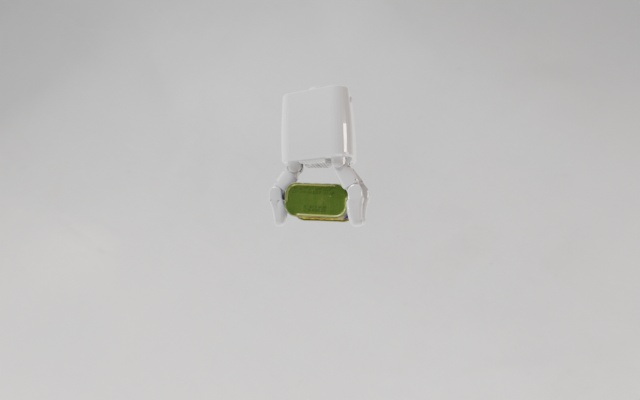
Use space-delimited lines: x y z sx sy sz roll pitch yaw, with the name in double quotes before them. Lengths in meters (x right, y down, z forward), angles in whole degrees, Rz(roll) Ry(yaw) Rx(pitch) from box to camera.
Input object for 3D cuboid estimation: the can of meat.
"can of meat" 0.000 0.002 0.742 0.102 0.057 0.084 2 -4 9
